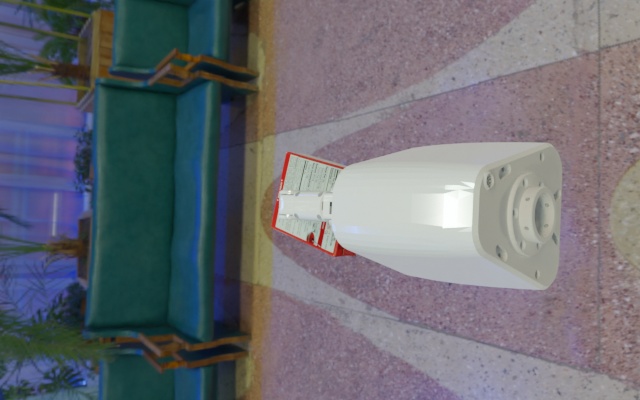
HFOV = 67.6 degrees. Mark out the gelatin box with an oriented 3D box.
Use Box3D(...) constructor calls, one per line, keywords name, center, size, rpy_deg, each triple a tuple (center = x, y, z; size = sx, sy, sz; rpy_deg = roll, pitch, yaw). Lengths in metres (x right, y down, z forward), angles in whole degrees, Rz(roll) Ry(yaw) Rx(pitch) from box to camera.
Box3D(name="gelatin box", center=(0.000, 0.001, 0.418), size=(0.030, 0.073, 0.089), rpy_deg=(4, 12, -45))
